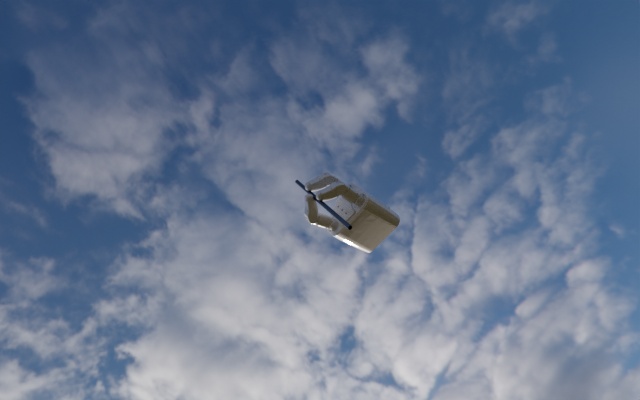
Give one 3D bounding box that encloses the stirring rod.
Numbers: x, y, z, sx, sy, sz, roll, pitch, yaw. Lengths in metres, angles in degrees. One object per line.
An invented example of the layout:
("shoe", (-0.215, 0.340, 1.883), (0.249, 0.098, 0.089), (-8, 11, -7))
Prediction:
("stirring rod", (0.000, 0.003, 0.893), (0.011, 0.011, 0.239), (0, 21, -26))
